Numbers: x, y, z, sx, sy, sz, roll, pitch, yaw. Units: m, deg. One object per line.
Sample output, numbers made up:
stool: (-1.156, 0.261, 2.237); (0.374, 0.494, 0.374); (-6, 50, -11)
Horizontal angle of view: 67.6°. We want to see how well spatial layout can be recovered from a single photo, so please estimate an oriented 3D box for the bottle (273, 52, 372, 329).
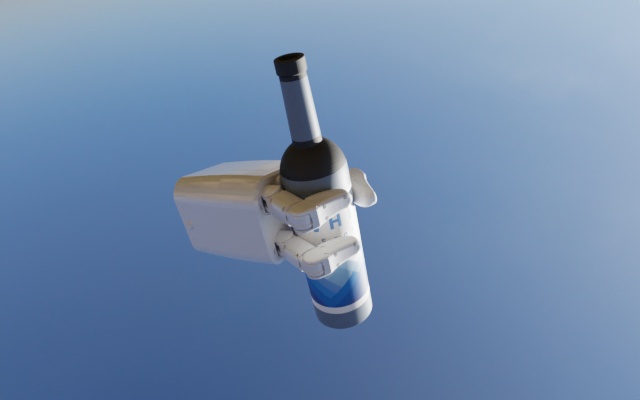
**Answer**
bottle: (0.000, 0.002, 0.481); (0.069, 0.296, 0.069); (-9, 31, 6)
